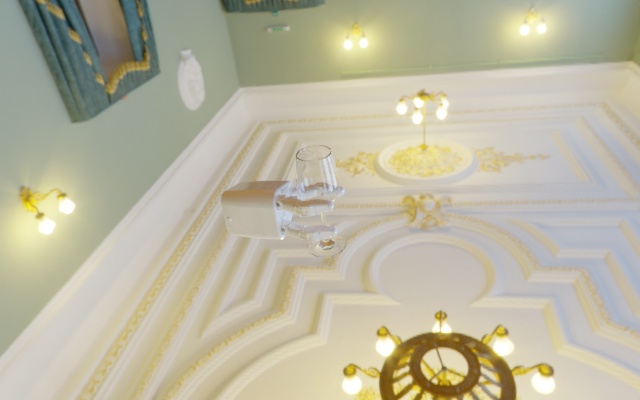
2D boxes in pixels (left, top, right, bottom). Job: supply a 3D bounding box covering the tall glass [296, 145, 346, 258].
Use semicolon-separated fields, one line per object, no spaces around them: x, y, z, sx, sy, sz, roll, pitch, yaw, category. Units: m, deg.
0.000;0.003;0.868;0.079;0.201;0.079;-6;31;3;tall glass
